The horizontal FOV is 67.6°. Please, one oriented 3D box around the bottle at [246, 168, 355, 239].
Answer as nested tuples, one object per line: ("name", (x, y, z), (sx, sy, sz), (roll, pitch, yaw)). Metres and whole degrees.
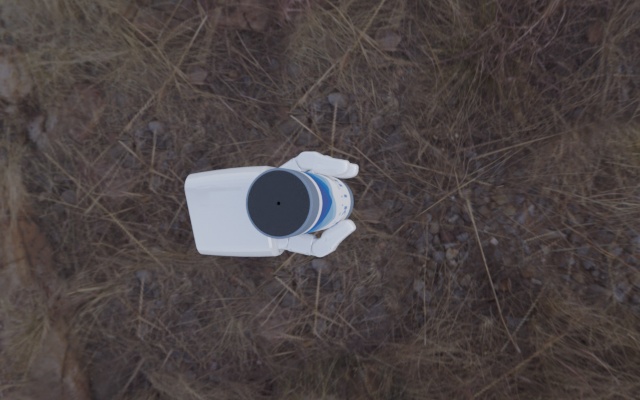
("bottle", (0.000, 0.002, 0.584), (0.069, 0.069, 0.296), (0, 0, 15))
